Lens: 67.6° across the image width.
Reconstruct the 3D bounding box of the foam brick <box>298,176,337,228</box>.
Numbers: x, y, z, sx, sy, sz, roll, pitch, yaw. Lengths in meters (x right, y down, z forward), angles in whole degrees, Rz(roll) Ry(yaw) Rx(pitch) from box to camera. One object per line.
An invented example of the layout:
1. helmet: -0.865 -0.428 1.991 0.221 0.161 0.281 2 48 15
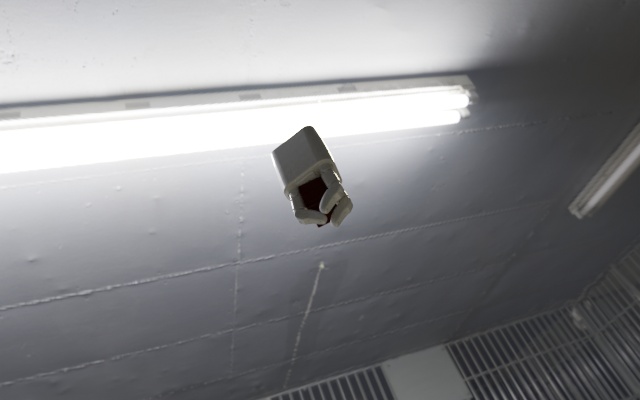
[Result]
1. foam brick: 0.000 0.003 0.894 0.053 0.051 0.078 -25 -37 1
